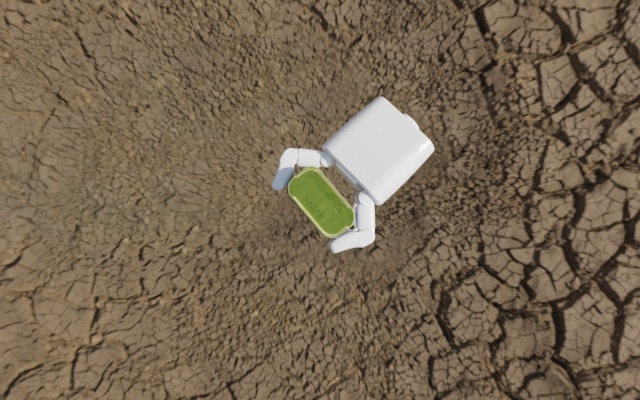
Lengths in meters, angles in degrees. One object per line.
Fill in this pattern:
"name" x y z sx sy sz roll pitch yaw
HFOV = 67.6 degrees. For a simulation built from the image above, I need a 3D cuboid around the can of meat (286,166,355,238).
"can of meat" 0.000 0.002 0.643 0.057 0.102 0.084 -41 2 -1
